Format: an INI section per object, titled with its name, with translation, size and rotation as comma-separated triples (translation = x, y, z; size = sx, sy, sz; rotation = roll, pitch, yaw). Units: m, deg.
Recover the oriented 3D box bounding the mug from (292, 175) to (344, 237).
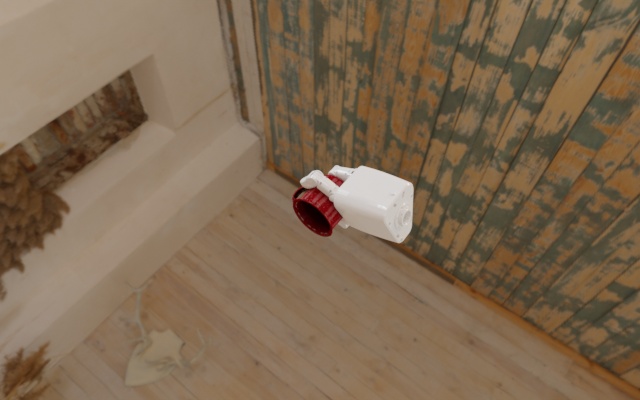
[mug]
translation = -0.001, 0.002, 0.896
size = 0.117, 0.093, 0.081
rotation = 22, 56, 35
